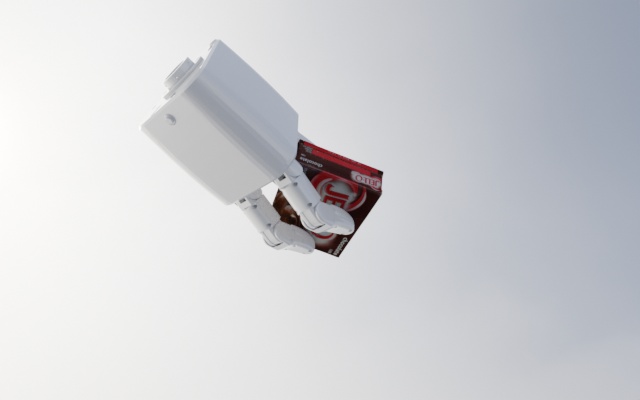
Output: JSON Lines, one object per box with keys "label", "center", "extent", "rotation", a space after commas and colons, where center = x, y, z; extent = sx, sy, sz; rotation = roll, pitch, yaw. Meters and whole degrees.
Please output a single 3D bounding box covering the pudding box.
{"label": "pudding box", "center": [0.000, 0.001, 0.481], "extent": [0.090, 0.039, 0.114], "rotation": [21, -42, -7]}
